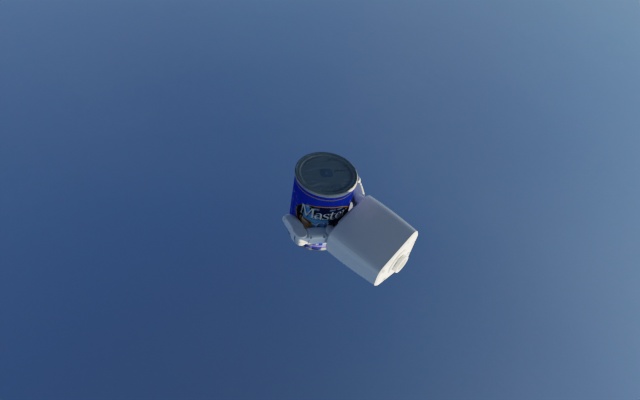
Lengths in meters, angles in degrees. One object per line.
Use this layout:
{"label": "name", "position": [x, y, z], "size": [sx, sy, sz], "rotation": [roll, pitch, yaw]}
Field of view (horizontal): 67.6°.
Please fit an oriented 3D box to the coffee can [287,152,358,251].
{"label": "coffee can", "position": [0.000, 0.002, 0.818], "size": [0.103, 0.102, 0.140], "rotation": [0, -43, -11]}
